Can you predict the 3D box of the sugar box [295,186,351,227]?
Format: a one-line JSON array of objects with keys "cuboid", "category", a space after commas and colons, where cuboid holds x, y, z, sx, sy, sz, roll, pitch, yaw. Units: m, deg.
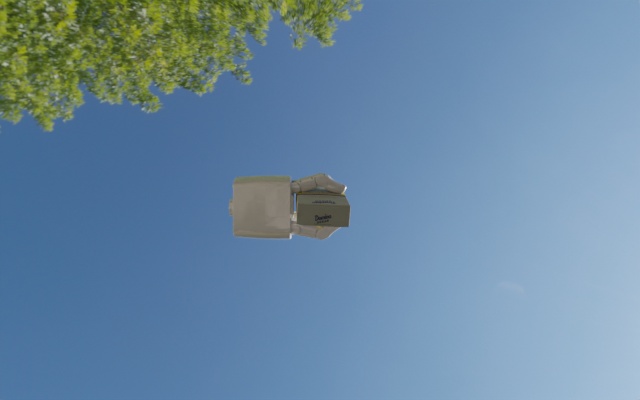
[{"cuboid": [0.000, 0.003, 0.894, 0.093, 0.048, 0.176, 3, 18, -4], "category": "sugar box"}]
